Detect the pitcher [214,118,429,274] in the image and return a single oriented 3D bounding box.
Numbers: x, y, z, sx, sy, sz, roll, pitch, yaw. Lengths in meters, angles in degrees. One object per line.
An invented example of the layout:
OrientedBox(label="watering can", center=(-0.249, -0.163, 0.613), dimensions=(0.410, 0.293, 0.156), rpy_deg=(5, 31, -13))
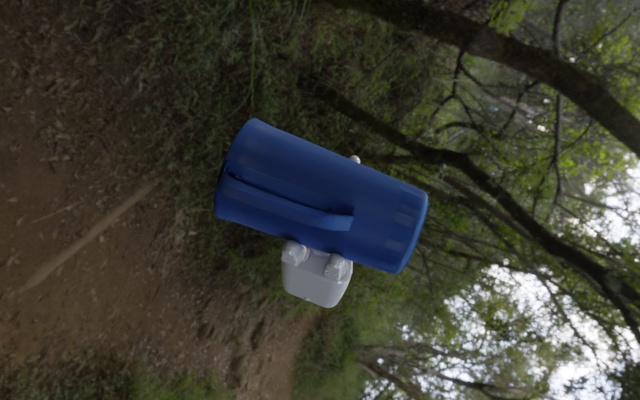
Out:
OrientedBox(label="pitcher", center=(0.000, 0.002, 0.581), dimensions=(0.243, 0.149, 0.145), rpy_deg=(20, -34, 6))
